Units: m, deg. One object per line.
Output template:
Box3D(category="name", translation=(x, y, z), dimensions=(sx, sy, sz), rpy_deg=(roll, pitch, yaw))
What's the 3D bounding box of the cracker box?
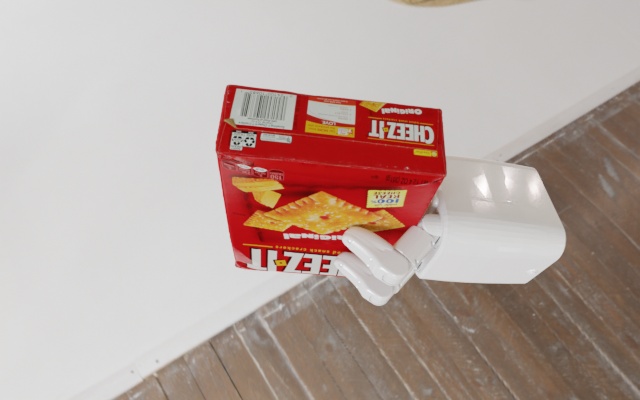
Box3D(category="cracker box", translation=(0.000, 0.001, 0.429), dimensions=(0.164, 0.072, 0.214), rpy_deg=(6, -30, -3))
